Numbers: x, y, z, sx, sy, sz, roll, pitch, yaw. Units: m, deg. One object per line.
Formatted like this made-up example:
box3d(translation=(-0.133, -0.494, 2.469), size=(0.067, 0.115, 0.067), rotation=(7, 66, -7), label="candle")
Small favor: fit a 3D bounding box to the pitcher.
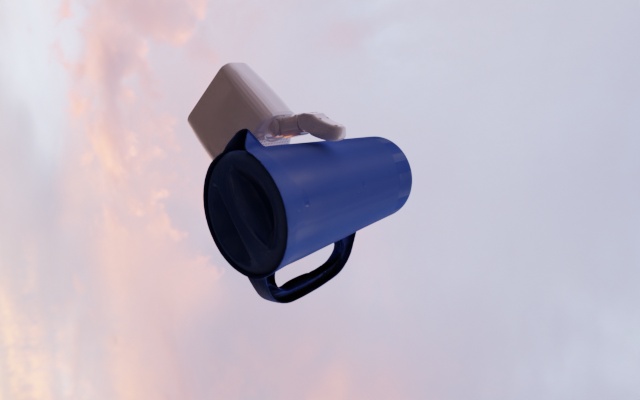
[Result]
box3d(translation=(0.000, 0.002, 0.555), size=(0.243, 0.149, 0.145), rotation=(-16, 56, -45), label="pitcher")
